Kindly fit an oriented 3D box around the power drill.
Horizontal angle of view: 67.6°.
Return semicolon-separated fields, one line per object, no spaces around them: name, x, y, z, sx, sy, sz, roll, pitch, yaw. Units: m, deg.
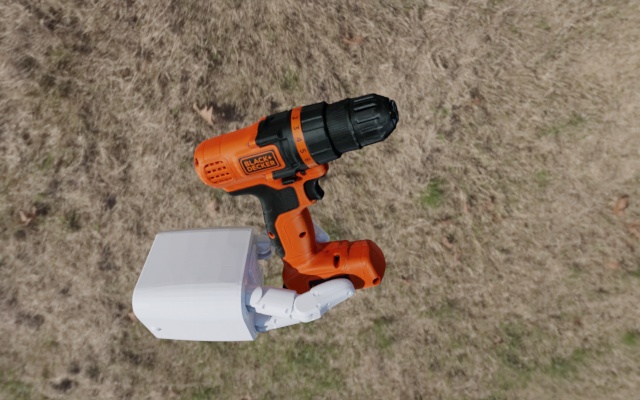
power drill;0.000;0.002;0.445;0.184;0.188;0.057;-12;31;19
